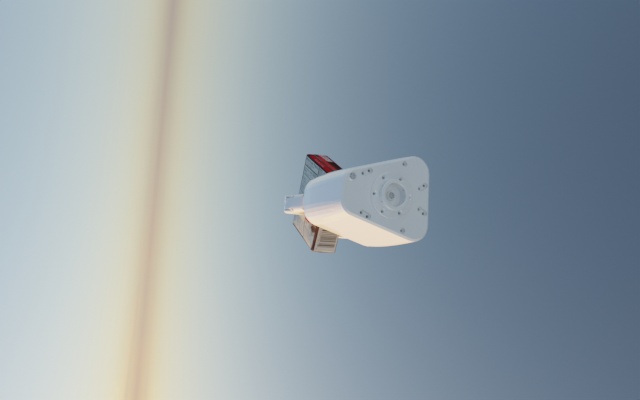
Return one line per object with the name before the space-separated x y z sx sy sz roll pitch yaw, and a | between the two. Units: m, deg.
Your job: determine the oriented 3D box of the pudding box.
pudding box | 0.000 0.002 0.656 0.039 0.113 0.090 6 20 -23
